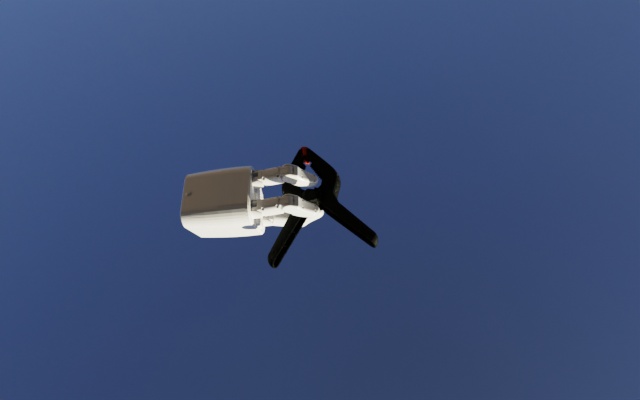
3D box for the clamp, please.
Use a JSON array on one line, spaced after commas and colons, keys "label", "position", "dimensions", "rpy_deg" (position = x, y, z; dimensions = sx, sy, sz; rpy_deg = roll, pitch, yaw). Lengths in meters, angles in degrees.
[{"label": "clamp", "position": [0.000, 0.002, 0.749], "dimensions": [0.164, 0.209, 0.036], "rpy_deg": [-5, -33, 4]}]
